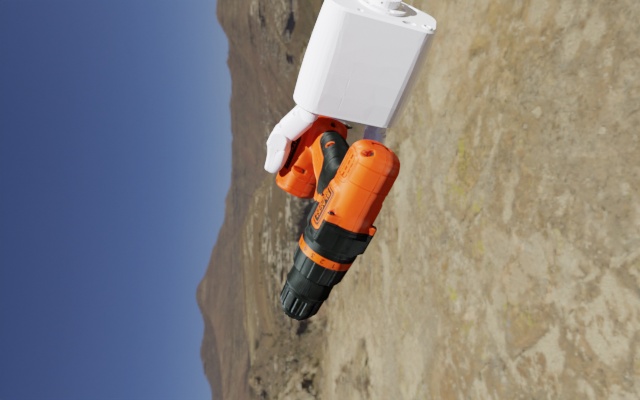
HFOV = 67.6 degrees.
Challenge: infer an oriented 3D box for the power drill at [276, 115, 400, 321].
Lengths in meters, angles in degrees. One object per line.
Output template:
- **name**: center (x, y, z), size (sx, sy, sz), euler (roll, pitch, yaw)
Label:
- **power drill**: center (0.000, 0.001, 0.483), size (0.057, 0.184, 0.187), euler (20, 22, -23)
